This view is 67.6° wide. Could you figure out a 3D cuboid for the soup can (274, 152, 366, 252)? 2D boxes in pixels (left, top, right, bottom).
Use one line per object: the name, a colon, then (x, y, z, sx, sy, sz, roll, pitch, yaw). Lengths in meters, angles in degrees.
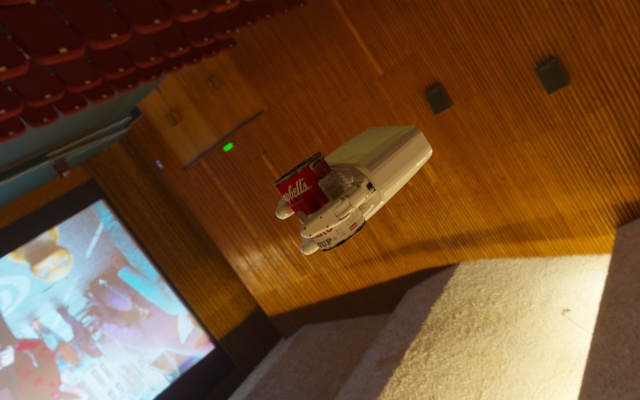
soup can: (0.000, 0.002, 0.576, 0.068, 0.102, 0.068, -34, 8, 6)
